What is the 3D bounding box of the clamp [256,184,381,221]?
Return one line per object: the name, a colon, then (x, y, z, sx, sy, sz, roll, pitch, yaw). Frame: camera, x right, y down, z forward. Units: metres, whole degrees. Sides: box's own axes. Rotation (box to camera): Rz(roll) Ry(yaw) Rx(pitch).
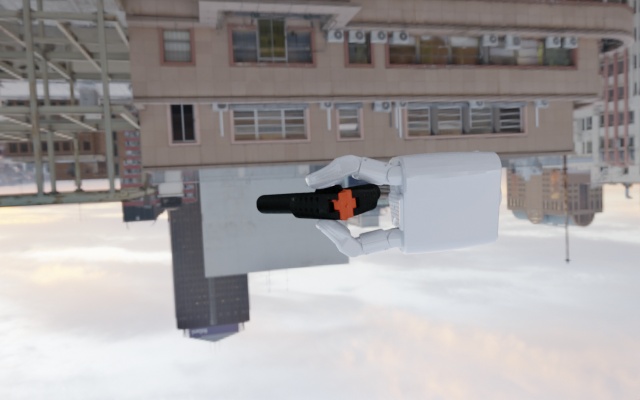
clamp: (0.000, 0.003, 0.546, 0.164, 0.036, 0.210, -7, 3, -1)
